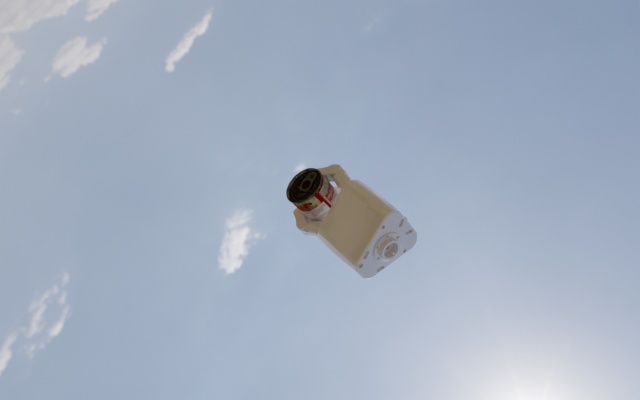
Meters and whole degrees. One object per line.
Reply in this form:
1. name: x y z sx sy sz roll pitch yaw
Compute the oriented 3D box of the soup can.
1. soup can: 0.000 0.003 0.790 0.068 0.068 0.102 0 -32 39
